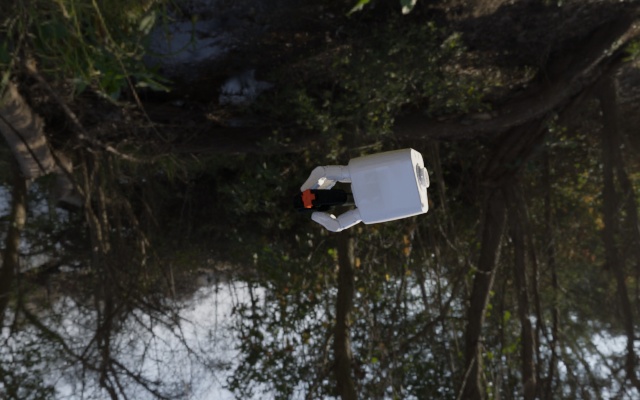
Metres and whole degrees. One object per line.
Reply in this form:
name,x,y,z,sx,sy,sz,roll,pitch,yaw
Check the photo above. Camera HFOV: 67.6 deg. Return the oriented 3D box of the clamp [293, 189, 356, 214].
clamp,0.000,0.004,0.858,0.164,0.036,0.210,-10,-6,23
